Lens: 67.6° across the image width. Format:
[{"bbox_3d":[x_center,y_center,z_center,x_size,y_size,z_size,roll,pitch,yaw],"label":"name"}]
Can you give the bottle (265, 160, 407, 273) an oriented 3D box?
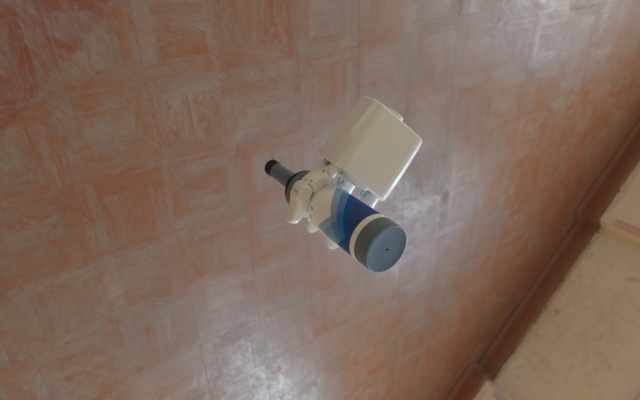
[{"bbox_3d":[0.000,0.002,0.689,0.069,0.069,0.295,0,23,-37],"label":"bottle"}]
